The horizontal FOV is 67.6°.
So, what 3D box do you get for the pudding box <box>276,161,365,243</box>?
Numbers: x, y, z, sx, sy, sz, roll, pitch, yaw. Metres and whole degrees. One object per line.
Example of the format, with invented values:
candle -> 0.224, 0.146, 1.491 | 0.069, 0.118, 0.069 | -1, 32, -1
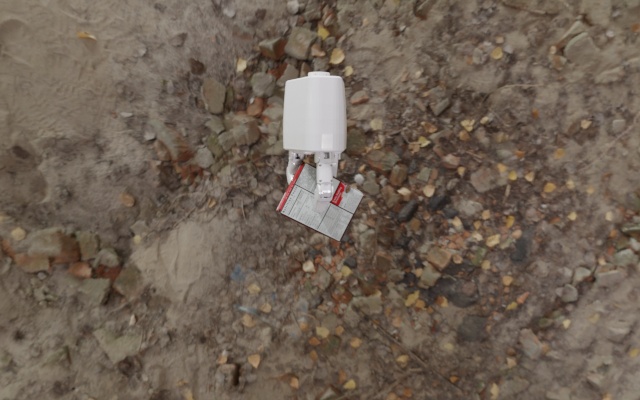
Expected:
pudding box -> 0.000, 0.002, 0.747 | 0.113, 0.090, 0.039 | 27, 2, -13
